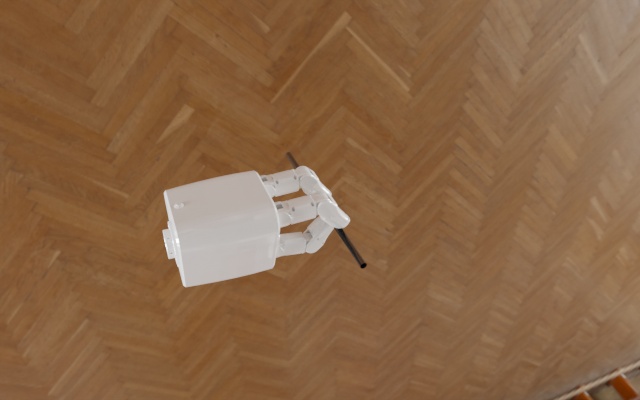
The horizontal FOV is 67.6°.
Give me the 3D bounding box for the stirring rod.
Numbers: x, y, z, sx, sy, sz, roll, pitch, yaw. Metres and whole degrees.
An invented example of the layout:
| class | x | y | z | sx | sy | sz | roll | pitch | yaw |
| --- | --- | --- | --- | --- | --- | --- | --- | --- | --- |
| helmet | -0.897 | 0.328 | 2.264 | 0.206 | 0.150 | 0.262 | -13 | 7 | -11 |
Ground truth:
| class | x | y | z | sx | sy | sz | roll | pitch | yaw |
| --- | --- | --- | --- | --- | --- | --- | --- | --- | --- |
| stirring rod | 0.000 | 0.002 | 0.600 | 0.011 | 0.011 | 0.239 | 0 | 35 | -28 |
